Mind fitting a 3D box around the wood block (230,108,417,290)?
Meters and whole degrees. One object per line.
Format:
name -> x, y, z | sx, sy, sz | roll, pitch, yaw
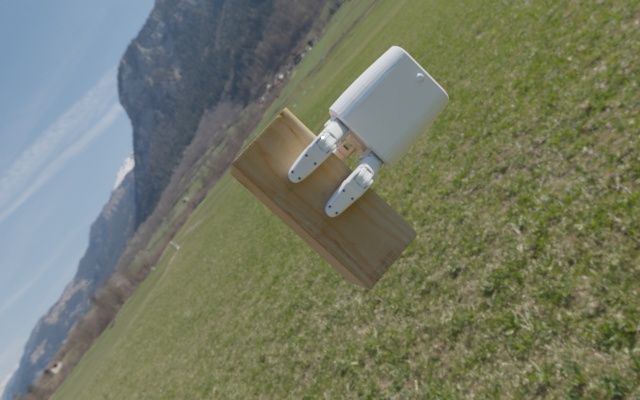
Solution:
wood block -> 0.000, 0.001, 0.568 | 0.206, 0.090, 0.091 | 43, -10, -6
